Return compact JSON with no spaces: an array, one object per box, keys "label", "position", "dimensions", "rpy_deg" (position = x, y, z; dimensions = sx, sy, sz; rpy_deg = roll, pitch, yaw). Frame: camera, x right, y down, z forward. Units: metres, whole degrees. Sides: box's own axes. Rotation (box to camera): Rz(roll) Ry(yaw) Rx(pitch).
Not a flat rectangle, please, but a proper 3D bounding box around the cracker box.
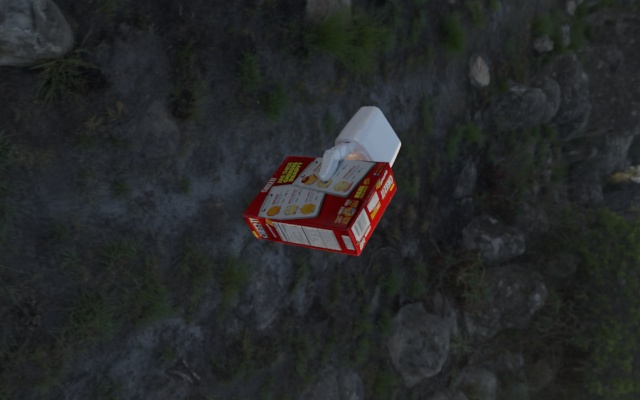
[{"label":"cracker box","position":[0.000,0.003,0.821],"dimensions":[0.213,0.072,0.164],"rpy_deg":[6,46,33]}]
